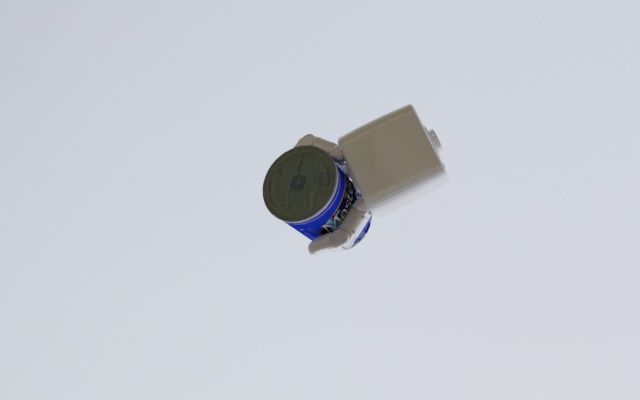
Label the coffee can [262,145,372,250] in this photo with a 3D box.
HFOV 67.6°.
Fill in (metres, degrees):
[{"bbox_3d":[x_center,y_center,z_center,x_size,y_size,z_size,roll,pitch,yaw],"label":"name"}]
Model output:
[{"bbox_3d":[0.000,0.002,0.648,0.103,0.102,0.140,0,-21,25],"label":"coffee can"}]
